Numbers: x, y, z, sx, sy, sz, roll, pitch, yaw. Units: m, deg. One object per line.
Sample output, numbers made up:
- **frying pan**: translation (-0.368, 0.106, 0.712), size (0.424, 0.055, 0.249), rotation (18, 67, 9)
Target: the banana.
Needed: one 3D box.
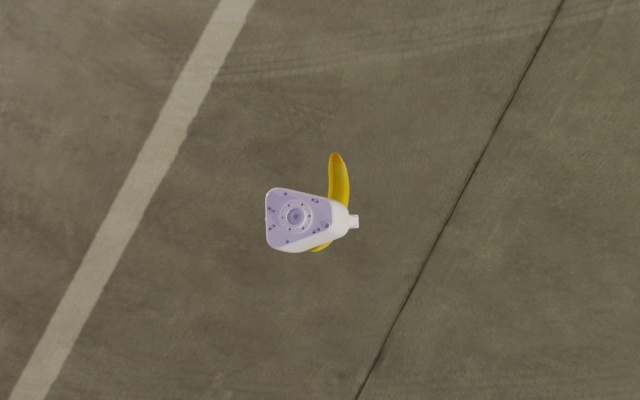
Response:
- **banana**: translation (0.015, 0.013, 0.866), size (0.069, 0.198, 0.037), rotation (22, 0, 17)
